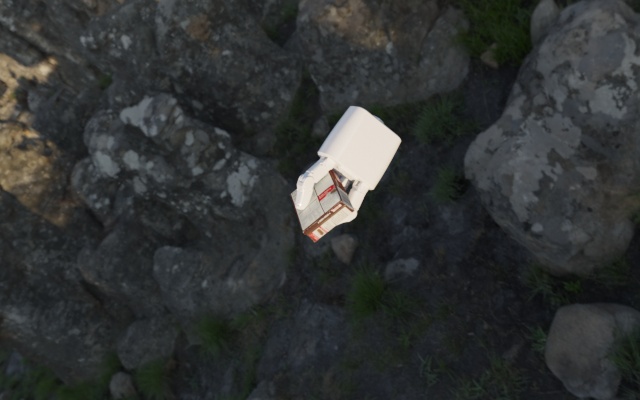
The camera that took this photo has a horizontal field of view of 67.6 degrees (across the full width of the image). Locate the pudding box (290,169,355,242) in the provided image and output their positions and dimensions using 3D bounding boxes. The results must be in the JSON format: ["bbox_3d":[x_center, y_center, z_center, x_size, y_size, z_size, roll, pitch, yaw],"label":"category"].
[{"bbox_3d":[0.000,0.003,0.829,0.039,0.090,0.113,39,19,-35],"label":"pudding box"}]
